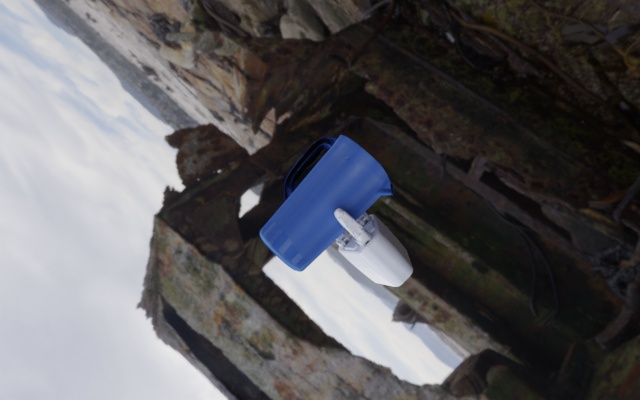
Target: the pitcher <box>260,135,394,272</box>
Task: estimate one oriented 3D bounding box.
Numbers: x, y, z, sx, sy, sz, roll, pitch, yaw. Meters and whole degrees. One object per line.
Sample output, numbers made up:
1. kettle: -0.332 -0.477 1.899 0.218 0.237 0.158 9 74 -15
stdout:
1. pitcher: 0.000 0.003 0.875 0.145 0.243 0.149 44 -2 -17
